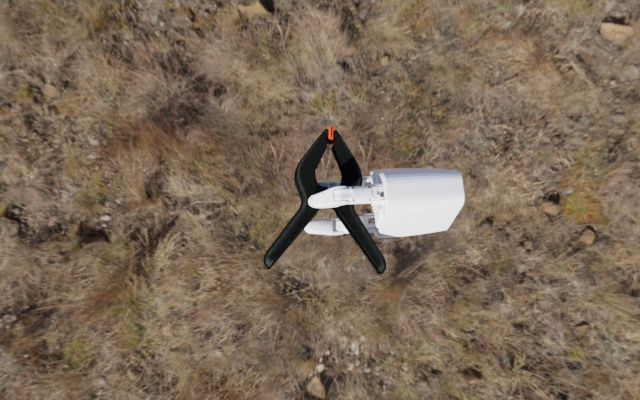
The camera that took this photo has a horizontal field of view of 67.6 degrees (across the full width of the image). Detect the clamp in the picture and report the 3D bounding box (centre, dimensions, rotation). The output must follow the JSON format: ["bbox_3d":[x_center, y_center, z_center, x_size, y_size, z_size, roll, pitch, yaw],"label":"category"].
[{"bbox_3d":[0.000,0.001,0.656,0.164,0.210,0.036,-3,-11,-7],"label":"clamp"}]
